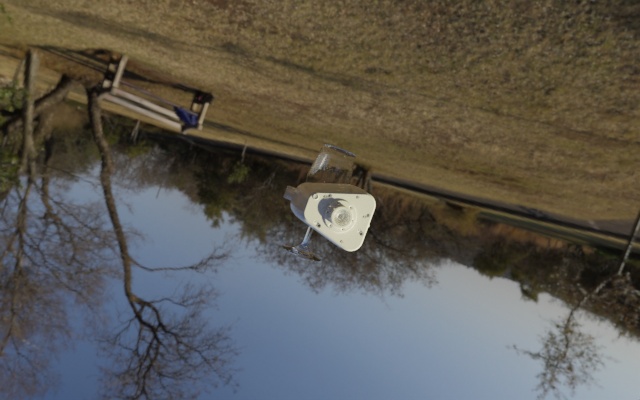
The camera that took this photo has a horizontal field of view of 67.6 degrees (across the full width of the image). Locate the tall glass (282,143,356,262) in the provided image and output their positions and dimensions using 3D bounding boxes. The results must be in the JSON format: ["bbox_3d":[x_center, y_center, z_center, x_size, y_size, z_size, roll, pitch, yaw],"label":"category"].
[{"bbox_3d":[0.000,0.003,0.852,0.079,0.201,0.079,20,3,-1],"label":"tall glass"}]
